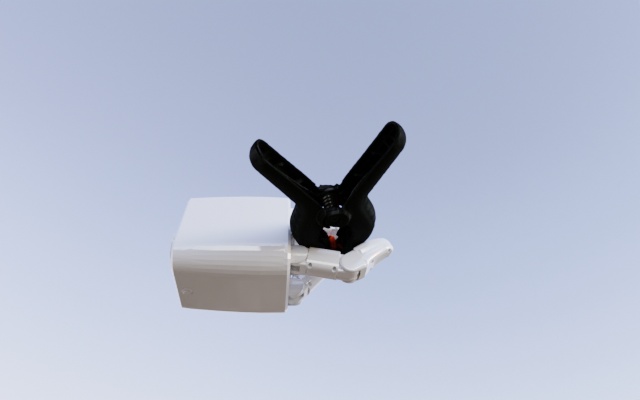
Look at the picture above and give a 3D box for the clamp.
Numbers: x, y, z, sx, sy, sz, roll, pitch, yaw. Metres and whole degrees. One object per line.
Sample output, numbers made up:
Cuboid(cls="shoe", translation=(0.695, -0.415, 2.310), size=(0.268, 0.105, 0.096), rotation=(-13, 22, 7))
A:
Cuboid(cls="clamp", translation=(0.000, 0.001, 0.417), size=(0.120, 0.039, 0.172), rotation=(2, -43, -5))
